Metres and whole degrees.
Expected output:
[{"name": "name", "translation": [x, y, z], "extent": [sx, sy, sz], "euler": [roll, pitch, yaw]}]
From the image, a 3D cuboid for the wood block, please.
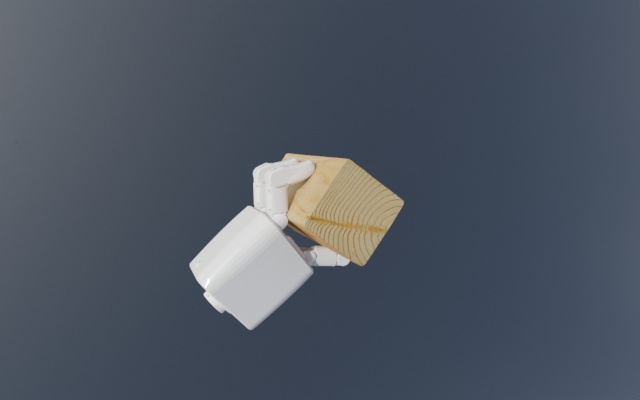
[{"name": "wood block", "translation": [0.000, 0.003, 0.611], "extent": [0.091, 0.090, 0.206], "euler": [36, -7, -23]}]
